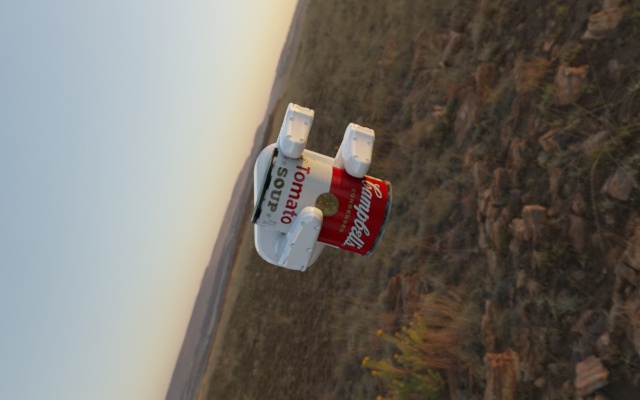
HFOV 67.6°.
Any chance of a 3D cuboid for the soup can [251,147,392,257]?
[{"bbox_3d":[0.000,0.001,0.401,0.102,0.068,0.068,17,-3,-9],"label":"soup can"}]
